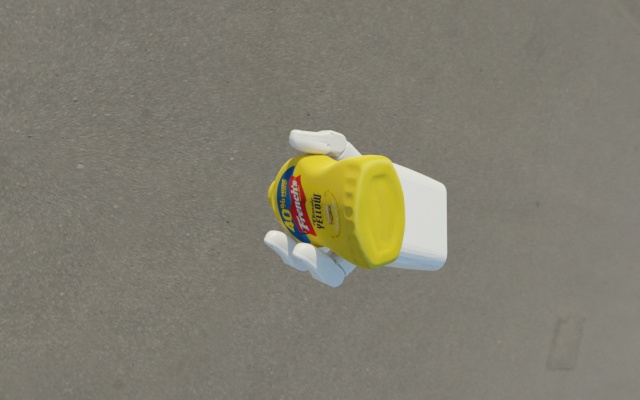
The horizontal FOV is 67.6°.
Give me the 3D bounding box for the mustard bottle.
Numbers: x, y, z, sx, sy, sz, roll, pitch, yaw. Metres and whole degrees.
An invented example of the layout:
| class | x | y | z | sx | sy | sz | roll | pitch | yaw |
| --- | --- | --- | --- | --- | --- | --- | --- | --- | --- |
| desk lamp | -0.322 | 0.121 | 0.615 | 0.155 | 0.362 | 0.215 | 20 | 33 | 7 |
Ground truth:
| class | x | y | z | sx | sy | sz | roll | pitch | yaw |
| --- | --- | --- | --- | --- | --- | --- | --- | --- | --- |
| mustard bottle | 0.000 | 0.002 | 0.477 | 0.058 | 0.096 | 0.191 | -15 | 14 | -31 |
